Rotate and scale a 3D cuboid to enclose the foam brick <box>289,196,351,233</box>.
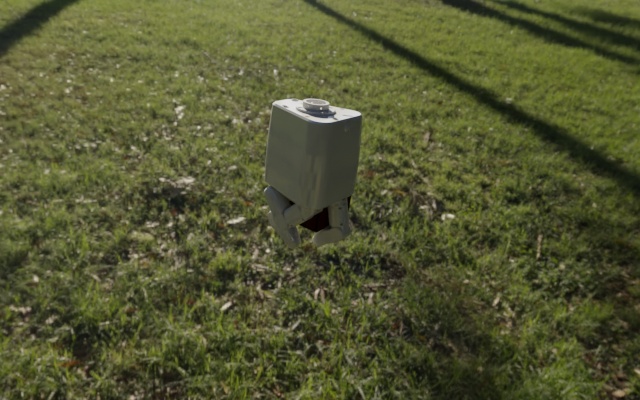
[{"bbox_3d":[0.000,0.002,0.660,0.053,0.051,0.078,21,27,31],"label":"foam brick"}]
